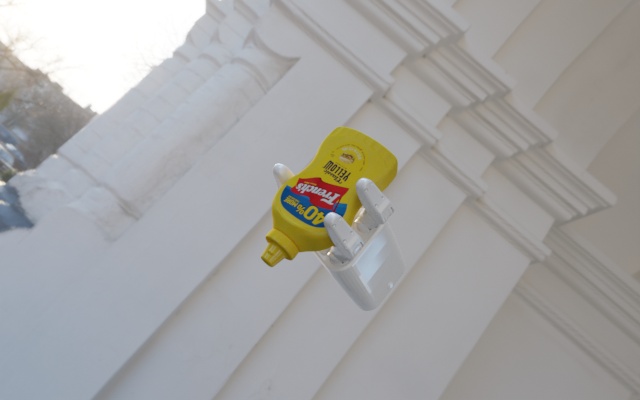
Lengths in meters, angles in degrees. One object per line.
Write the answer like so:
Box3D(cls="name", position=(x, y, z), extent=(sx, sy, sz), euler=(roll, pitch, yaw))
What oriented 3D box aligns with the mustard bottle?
Box3D(cls="mustard bottle", position=(0.000, 0.001, 0.561), extent=(0.096, 0.191, 0.058), euler=(34, -21, 22))
